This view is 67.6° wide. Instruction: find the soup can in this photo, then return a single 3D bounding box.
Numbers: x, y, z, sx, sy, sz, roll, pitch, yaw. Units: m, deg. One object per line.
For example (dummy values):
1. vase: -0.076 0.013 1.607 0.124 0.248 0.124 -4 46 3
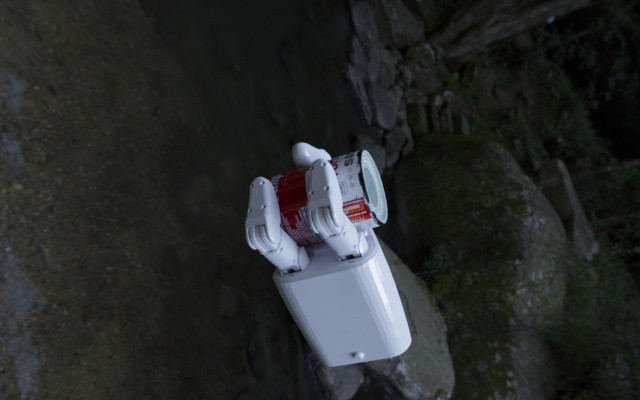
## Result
1. soup can: 0.000 0.001 0.420 0.102 0.068 0.068 -16 -5 19
